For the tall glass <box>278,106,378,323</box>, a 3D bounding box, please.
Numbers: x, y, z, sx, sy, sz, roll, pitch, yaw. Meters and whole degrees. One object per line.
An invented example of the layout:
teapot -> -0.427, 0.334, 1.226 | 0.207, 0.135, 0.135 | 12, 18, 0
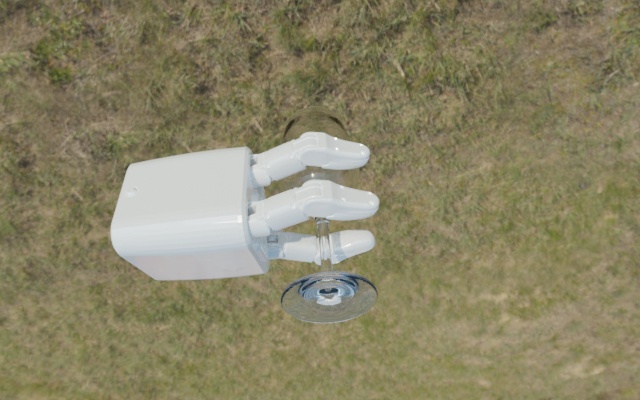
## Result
tall glass -> 0.000, 0.002, 0.428 | 0.079, 0.200, 0.079 | -3, -41, -2
